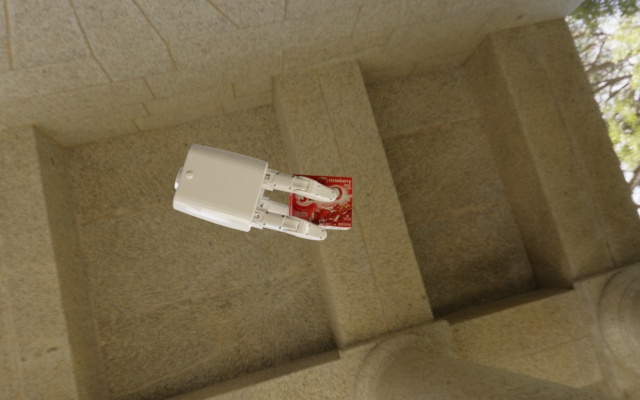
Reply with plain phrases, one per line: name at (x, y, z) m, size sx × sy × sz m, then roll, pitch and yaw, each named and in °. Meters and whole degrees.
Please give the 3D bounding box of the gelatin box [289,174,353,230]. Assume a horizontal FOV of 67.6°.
gelatin box at (0.000, 0.002, 0.678) m, size 0.089 × 0.073 × 0.030 m, roll 3°, pitch -9°, yaw -14°
